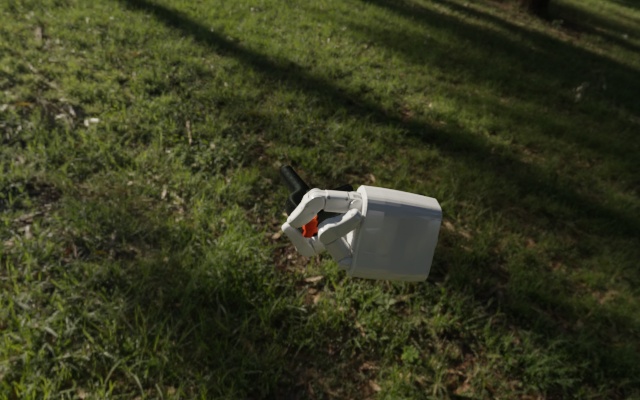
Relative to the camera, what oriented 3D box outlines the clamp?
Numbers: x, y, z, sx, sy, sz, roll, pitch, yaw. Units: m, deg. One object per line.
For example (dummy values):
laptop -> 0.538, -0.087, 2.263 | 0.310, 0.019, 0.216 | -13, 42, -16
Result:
clamp -> 0.000, 0.002, 0.696 | 0.120, 0.039, 0.171 | 8, 30, -10
